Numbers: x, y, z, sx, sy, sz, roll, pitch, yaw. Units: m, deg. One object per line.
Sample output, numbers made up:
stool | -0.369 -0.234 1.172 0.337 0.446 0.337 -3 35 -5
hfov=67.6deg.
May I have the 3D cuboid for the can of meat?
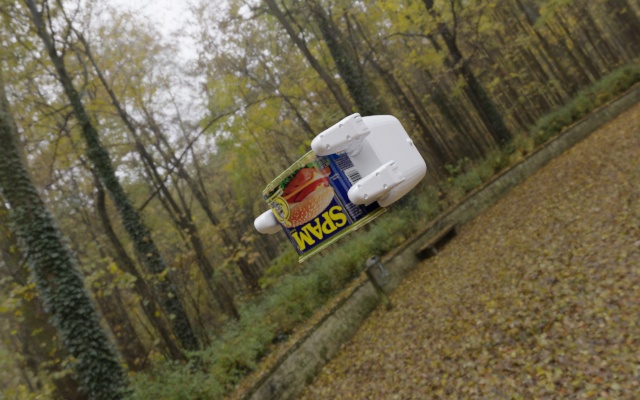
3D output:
can of meat | 0.000 0.001 0.473 0.102 0.084 0.057 -35 -5 37
